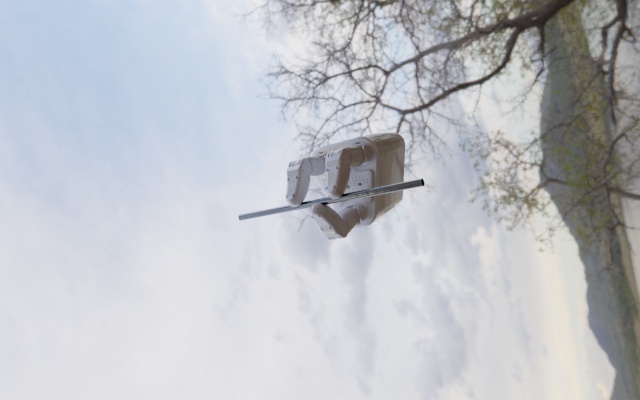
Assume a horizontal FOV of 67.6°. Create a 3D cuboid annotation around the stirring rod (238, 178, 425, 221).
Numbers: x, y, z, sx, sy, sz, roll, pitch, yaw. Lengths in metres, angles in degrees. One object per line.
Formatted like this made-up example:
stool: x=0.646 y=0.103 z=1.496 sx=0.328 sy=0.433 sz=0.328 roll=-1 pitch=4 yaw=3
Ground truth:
stirring rod: x=0.000 y=0.002 z=0.529 sx=0.239 sy=0.011 sz=0.011 roll=-11 pitch=-6 yaw=33
